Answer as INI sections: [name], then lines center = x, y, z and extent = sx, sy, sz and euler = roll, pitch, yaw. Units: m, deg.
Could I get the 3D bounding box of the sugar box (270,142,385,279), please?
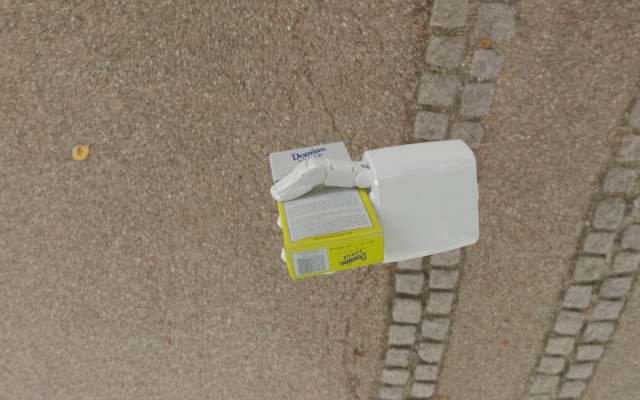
[sugar box]
center = 0.000, 0.002, 0.509
extent = 0.093, 0.048, 0.176
euler = -10, 34, -4
